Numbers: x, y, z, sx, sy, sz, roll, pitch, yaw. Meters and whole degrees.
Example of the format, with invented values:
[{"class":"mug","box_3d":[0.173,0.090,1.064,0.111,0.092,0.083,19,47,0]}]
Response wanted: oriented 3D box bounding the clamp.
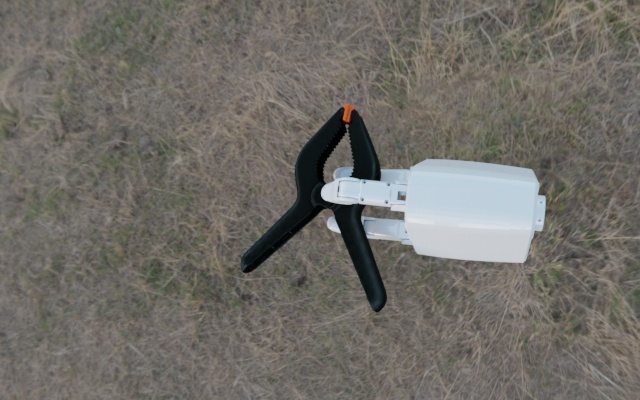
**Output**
[{"class":"clamp","box_3d":[0.000,0.001,0.510,0.164,0.210,0.036,6,-5,18]}]
